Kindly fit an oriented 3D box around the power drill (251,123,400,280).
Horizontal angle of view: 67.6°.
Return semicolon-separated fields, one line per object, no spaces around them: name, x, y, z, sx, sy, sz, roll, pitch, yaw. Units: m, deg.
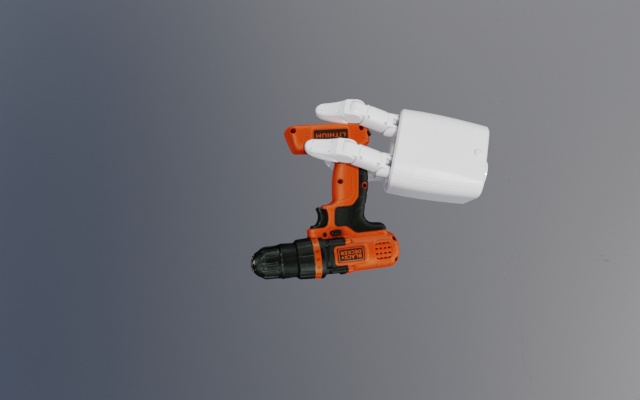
power drill;0.000;0.001;0.592;0.184;0.187;0.057;-5;-1;-12
